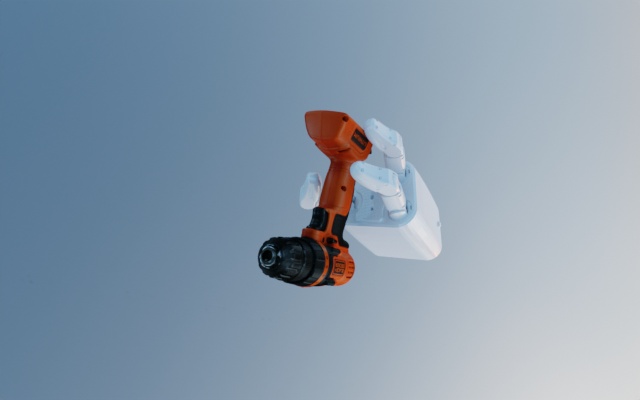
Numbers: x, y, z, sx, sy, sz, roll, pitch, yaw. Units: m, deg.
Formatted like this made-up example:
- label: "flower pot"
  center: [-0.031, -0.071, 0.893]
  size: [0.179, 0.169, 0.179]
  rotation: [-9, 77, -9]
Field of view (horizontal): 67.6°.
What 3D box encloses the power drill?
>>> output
- label: "power drill"
  center: [0.000, 0.001, 0.523]
  size: [0.057, 0.187, 0.184]
  rotation: [9, -7, 24]
